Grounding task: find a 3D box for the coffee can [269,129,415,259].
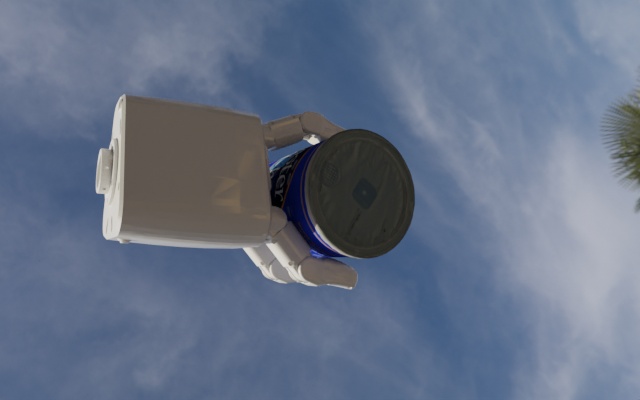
[{"bbox_3d":[0.000,0.001,0.432,0.103,0.103,0.140,0,-6,-31],"label":"coffee can"}]
